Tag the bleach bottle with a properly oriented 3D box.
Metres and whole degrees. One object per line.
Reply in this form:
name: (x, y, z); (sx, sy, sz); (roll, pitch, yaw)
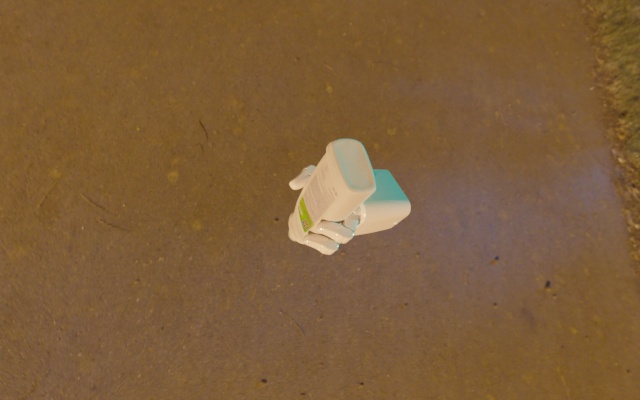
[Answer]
bleach bottle: (0.000, 0.003, 0.819); (0.068, 0.102, 0.251); (-6, -23, -29)
